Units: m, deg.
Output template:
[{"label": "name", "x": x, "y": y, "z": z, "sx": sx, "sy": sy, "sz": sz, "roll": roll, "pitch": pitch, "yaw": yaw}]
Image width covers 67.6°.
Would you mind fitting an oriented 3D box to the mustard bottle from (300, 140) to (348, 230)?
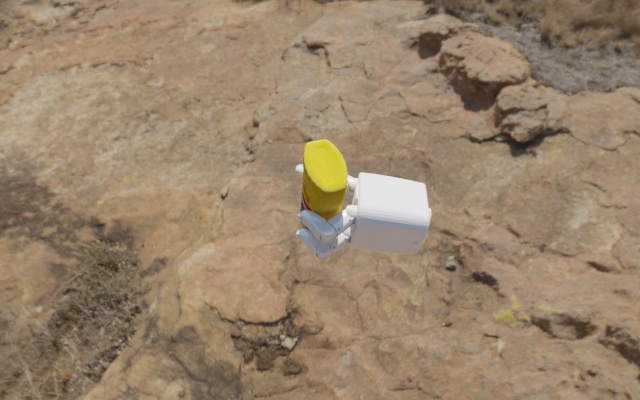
[{"label": "mustard bottle", "x": 0.000, "y": 0.002, "z": 0.733, "sx": 0.058, "sy": 0.096, "sz": 0.192, "roll": -13, "pitch": -32, "yaw": -13}]
